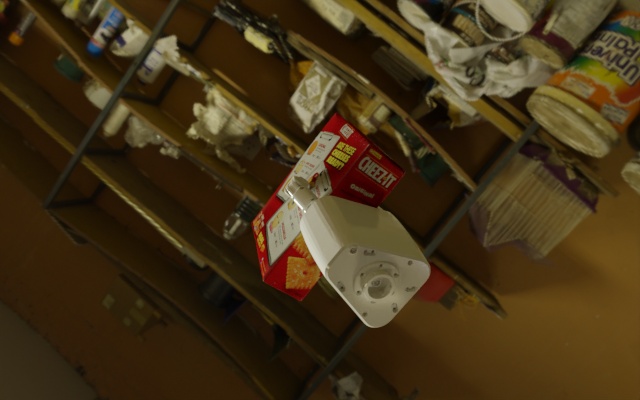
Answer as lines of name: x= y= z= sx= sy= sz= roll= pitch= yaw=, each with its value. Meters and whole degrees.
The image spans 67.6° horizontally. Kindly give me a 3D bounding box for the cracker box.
cracker box: x=0.000 y=0.002 z=0.646 sx=0.072 sy=0.214 sz=0.164 roll=34 pitch=12 yaw=-24
